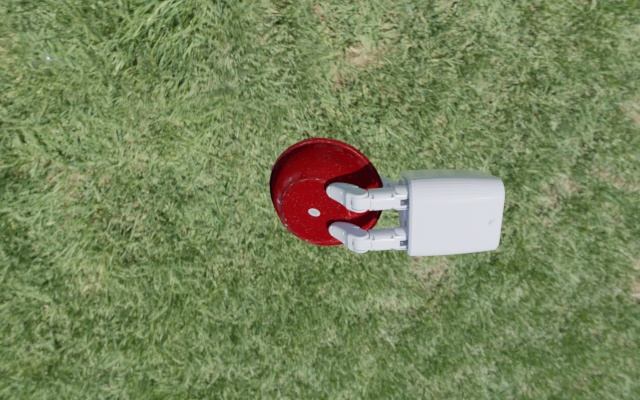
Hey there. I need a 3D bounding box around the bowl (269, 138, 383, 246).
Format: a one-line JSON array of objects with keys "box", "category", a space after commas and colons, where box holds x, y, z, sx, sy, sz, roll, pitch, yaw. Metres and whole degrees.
[{"box": [-0.001, 0.002, 0.628, 0.162, 0.162, 0.055, 0, 26, 17], "category": "bowl"}]
